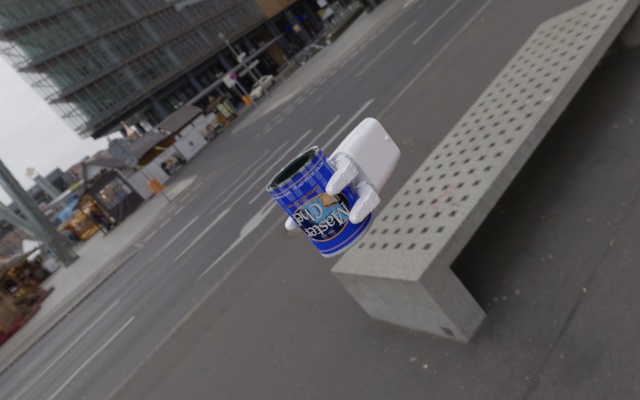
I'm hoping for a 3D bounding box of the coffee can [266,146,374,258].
[{"bbox_3d":[0.000,0.003,0.732,0.103,0.140,0.102,-36,16,12],"label":"coffee can"}]
